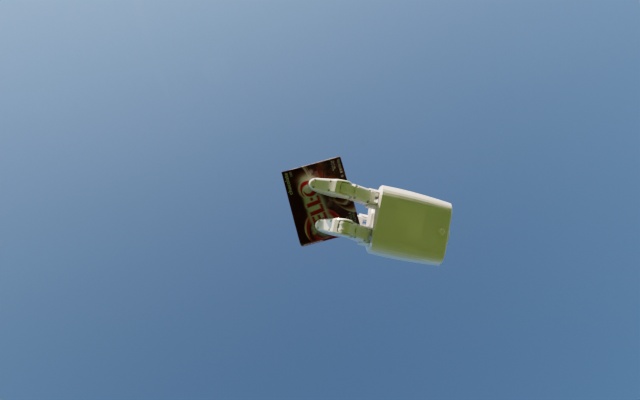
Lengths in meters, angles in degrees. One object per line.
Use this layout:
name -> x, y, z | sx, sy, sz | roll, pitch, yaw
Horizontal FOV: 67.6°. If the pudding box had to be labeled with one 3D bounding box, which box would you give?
pudding box -> 0.000, 0.002, 0.695 | 0.090, 0.113, 0.039 | -15, -10, -4
